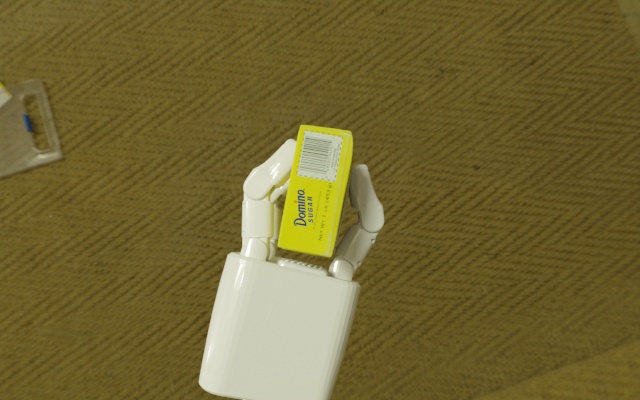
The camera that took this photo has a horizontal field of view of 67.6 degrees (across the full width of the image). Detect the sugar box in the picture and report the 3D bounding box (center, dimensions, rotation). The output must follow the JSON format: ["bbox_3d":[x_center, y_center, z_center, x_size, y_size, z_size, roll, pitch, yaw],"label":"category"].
[{"bbox_3d":[-0.001,0.001,0.423,0.048,0.093,0.176,11,-6,1],"label":"sugar box"}]
